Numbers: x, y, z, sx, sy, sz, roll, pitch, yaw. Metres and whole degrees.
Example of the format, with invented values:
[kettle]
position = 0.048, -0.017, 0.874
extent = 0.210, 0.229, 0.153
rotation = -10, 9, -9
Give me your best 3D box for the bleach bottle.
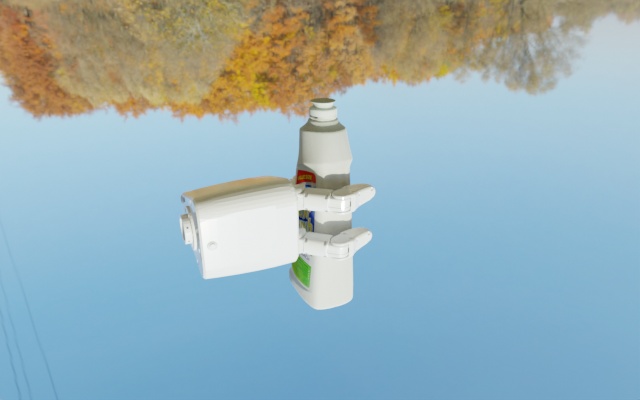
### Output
[bleach bottle]
position = 0.000, 0.002, 0.580
extent = 0.068, 0.251, 0.102
rotation = -10, 26, -21
